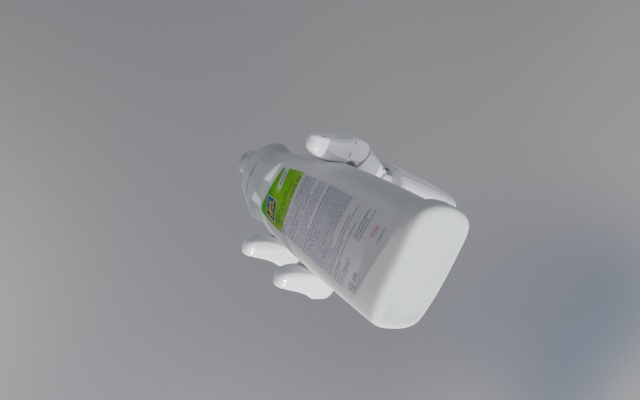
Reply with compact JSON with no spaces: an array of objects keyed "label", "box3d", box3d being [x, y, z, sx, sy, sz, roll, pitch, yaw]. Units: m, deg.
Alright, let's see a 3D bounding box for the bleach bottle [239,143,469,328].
[{"label":"bleach bottle","box3d":[0.000,0.001,0.421,0.068,0.102,0.250,16,13,-43]}]
